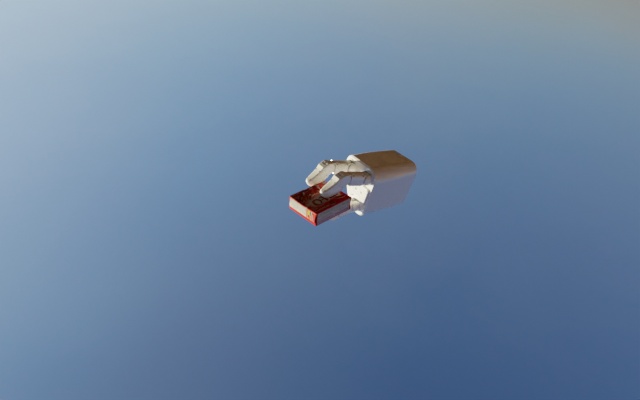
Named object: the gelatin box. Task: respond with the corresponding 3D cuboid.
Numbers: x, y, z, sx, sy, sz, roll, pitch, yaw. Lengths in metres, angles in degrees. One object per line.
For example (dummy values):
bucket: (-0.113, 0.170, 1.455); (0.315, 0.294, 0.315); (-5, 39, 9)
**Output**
gelatin box: (0.000, 0.003, 0.859); (0.089, 0.030, 0.073); (-25, 44, -36)
